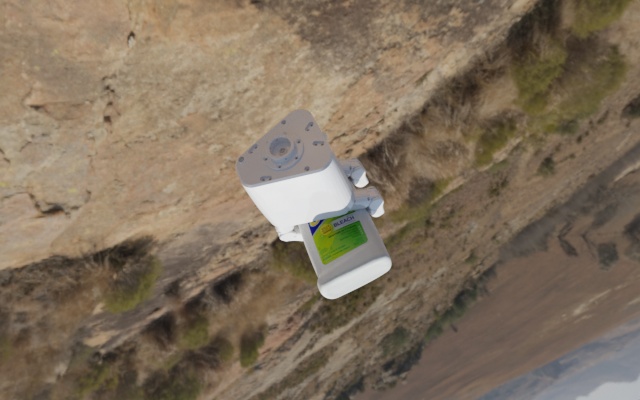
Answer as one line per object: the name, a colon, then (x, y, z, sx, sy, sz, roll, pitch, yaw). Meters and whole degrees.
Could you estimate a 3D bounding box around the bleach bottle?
bleach bottle: (0.000, 0.002, 0.664, 0.102, 0.250, 0.068, -27, -30, 0)
